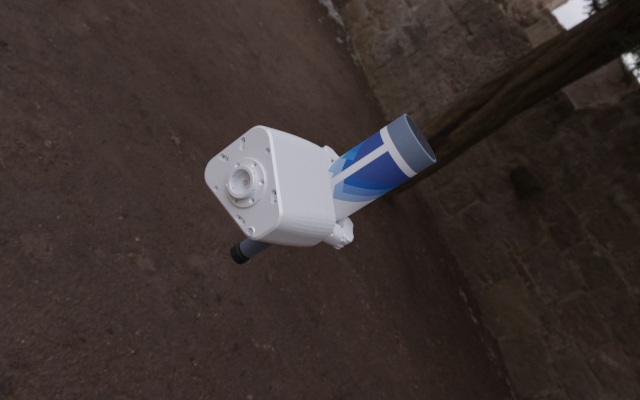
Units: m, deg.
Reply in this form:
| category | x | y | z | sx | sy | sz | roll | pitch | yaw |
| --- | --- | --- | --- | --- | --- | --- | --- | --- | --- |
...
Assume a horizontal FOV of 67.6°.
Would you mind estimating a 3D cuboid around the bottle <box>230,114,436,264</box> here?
| category | x | y | z | sx | sy | sz | roll | pitch | yaw |
| --- | --- | --- | --- | --- | --- | --- | --- | --- | --- |
| bottle | 0.000 | 0.002 | 0.603 | 0.296 | 0.069 | 0.069 | -33 | -13 | 22 |
